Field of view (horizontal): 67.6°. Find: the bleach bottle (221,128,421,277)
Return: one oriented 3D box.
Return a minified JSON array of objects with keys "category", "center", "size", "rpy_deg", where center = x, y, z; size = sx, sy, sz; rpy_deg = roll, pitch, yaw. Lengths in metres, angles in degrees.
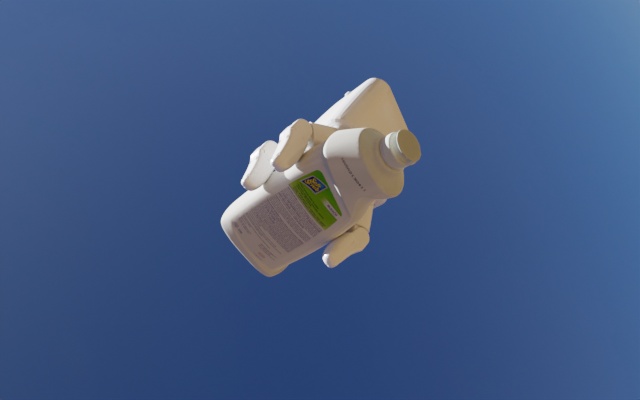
[{"category":"bleach bottle","center":[0.000,0.002,0.479],"size":[0.251,0.102,0.068],"rpy_deg":[-27,18,46]}]
